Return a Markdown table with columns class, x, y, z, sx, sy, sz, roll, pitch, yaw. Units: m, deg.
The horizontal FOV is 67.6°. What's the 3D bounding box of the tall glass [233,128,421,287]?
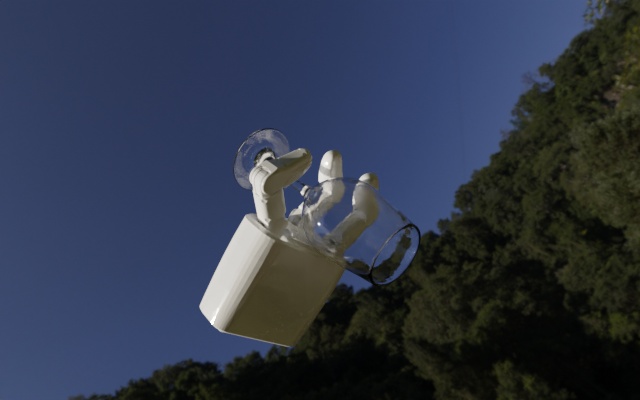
| class | x | y | z | sx | sy | sz | roll | pitch | yaw |
| --- | --- | --- | --- | --- | --- | --- | --- | --- | --- |
| tall glass | 0.000 | 0.001 | 0.462 | 0.079 | 0.079 | 0.201 | 0 | 27 | -47 |
